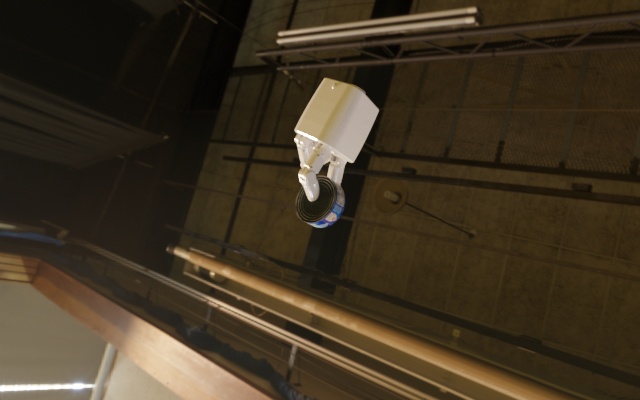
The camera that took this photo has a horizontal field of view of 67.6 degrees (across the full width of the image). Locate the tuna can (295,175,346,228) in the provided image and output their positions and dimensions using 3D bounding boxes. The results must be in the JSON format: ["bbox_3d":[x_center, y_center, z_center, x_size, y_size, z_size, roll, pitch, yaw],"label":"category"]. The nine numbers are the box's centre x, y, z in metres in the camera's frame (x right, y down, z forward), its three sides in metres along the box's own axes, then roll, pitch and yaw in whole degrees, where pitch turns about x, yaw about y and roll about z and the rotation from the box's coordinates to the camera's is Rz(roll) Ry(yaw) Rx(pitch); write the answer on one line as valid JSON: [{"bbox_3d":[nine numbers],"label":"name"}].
[{"bbox_3d":[0.000,0.003,0.816,0.086,0.086,0.034,0,-20,38],"label":"tuna can"}]
